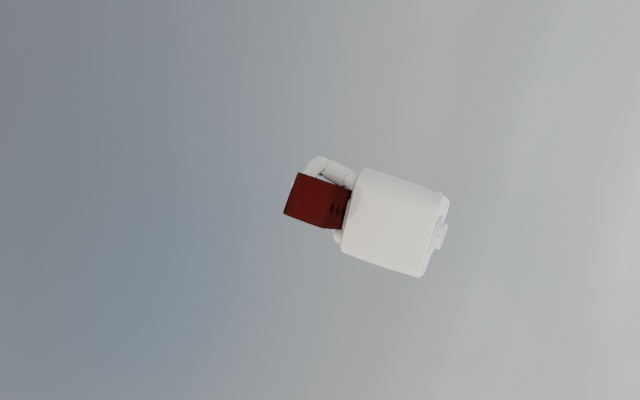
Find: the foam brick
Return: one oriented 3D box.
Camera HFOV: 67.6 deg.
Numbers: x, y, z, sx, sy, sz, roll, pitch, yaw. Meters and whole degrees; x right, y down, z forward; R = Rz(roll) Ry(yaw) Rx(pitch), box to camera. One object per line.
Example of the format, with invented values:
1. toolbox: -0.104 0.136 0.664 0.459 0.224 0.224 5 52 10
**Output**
1. foam brick: 0.000 0.002 0.573 0.051 0.053 0.078 20 3 20
